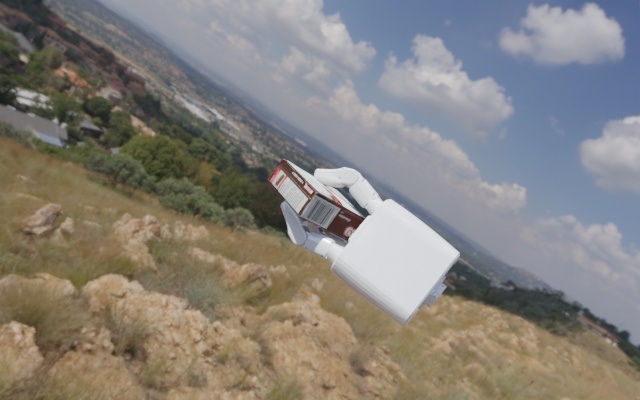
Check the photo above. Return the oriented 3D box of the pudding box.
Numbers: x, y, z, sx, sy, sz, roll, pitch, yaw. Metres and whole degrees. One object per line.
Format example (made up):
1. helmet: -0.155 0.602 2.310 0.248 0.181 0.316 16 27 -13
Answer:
1. pudding box: 0.000 0.002 0.601 0.113 0.039 0.090 31 10 -44
